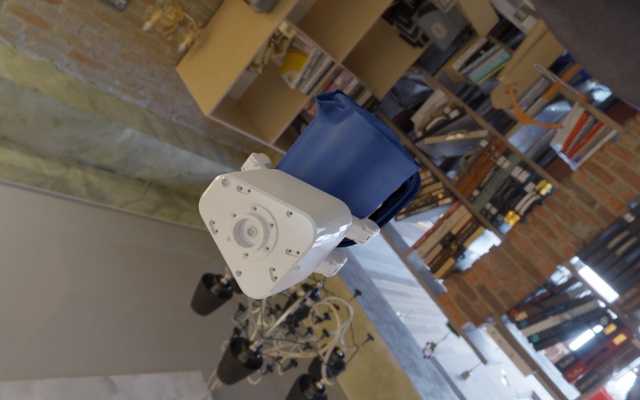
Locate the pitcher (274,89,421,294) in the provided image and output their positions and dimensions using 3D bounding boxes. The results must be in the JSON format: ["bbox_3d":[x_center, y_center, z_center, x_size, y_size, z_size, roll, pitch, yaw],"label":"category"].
[{"bbox_3d":[0.000,0.002,0.584,0.149,0.243,0.145,45,15,10],"label":"pitcher"}]
